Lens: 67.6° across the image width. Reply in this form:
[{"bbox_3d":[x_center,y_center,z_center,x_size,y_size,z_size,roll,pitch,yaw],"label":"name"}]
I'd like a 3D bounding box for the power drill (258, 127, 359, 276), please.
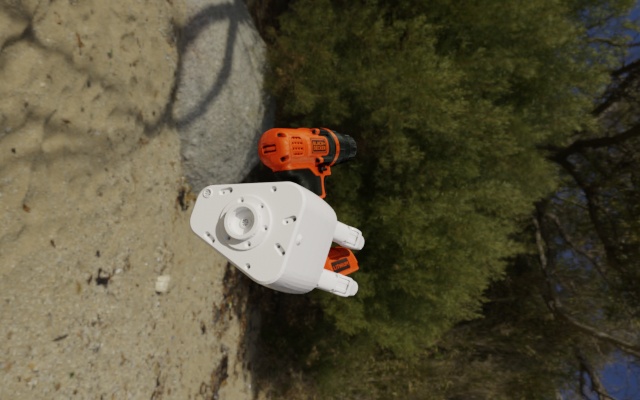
[{"bbox_3d":[0.000,0.002,0.597,0.057,0.187,0.184,-8,1,34],"label":"power drill"}]
